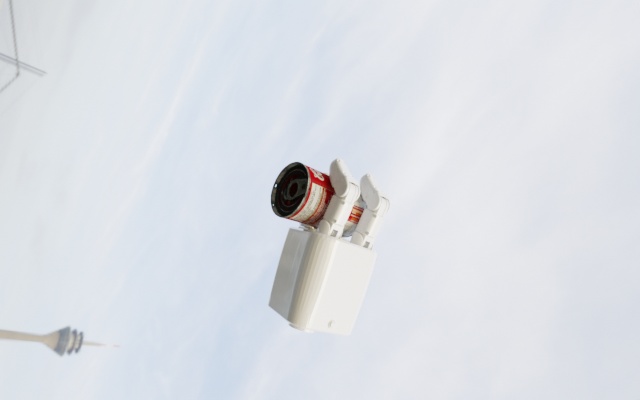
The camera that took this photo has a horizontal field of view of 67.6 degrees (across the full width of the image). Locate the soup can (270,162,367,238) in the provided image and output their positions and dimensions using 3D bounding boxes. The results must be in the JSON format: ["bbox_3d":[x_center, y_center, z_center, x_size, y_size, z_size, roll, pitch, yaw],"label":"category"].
[{"bbox_3d":[0.000,0.001,0.581,0.102,0.068,0.068,22,-14,-38],"label":"soup can"}]
